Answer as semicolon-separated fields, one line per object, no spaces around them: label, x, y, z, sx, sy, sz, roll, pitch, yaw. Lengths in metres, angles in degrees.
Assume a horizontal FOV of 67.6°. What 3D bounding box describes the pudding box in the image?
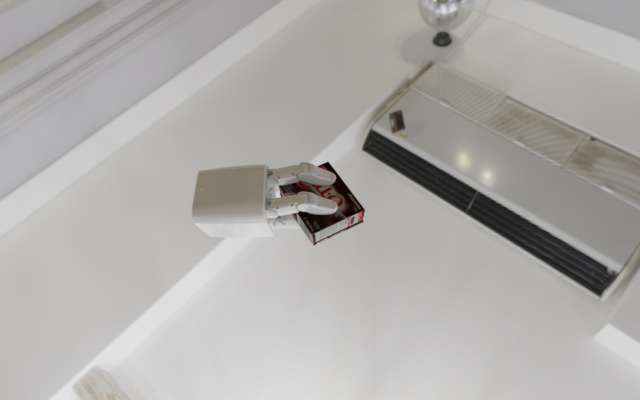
pudding box;0.000;0.002;0.720;0.090;0.113;0.039;-25;-32;-16
